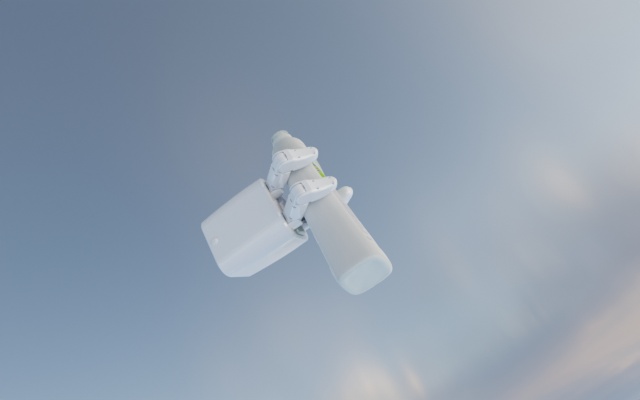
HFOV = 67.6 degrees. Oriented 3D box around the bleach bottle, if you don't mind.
[{"bbox_3d":[0.000,0.002,0.653,0.068,0.250,0.103,-34,-30,4],"label":"bleach bottle"}]
